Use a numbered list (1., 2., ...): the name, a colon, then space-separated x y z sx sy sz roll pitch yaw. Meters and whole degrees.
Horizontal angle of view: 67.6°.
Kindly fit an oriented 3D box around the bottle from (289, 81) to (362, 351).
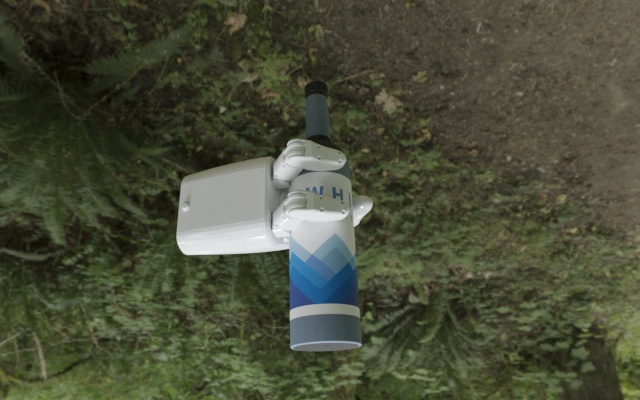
1. bottle: 0.000 0.002 0.502 0.069 0.295 0.069 -2 -24 -1
